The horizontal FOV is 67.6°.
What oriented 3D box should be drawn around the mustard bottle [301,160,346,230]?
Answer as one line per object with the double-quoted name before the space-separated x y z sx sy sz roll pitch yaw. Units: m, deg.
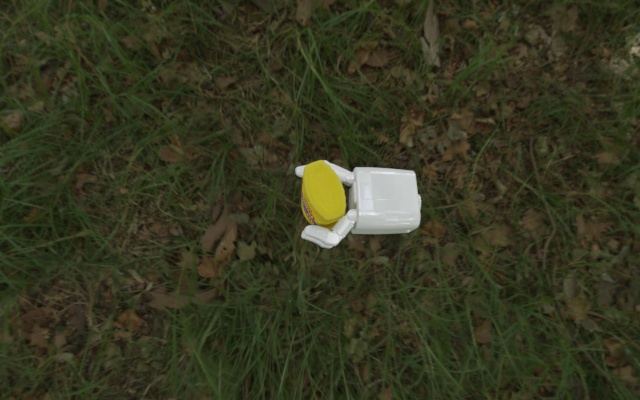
"mustard bottle" 0.000 0.003 0.812 0.058 0.096 0.192 -22 -9 -8
